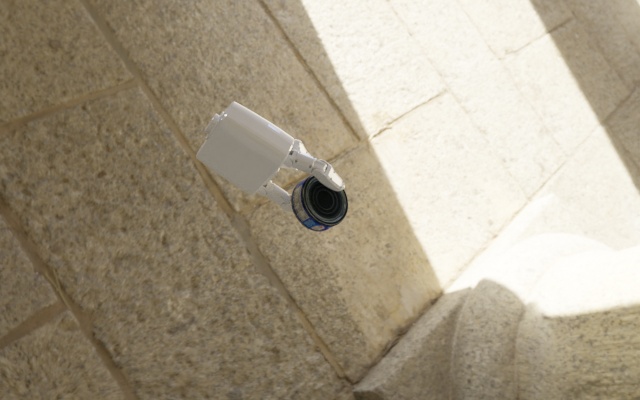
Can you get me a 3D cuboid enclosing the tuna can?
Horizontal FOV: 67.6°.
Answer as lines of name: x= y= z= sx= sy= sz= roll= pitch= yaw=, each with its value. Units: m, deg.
tuna can: x=0.000 y=0.002 z=0.730 sx=0.086 sy=0.086 sz=0.034 roll=0 pitch=-17 yaw=-35
